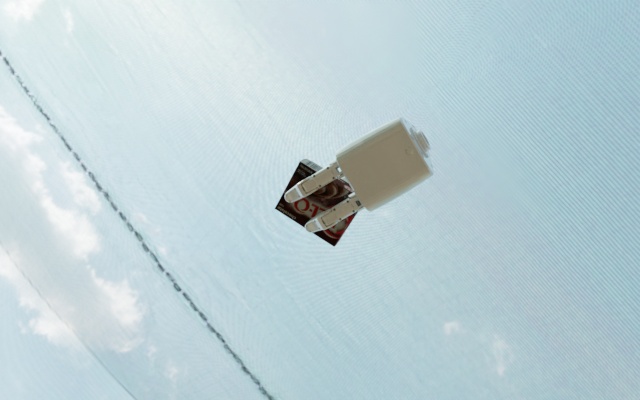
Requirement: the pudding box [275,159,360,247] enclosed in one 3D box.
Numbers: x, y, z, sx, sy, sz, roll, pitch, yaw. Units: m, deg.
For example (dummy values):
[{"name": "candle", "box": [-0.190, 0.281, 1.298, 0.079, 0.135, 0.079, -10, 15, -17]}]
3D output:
[{"name": "pudding box", "box": [0.000, 0.002, 0.726, 0.113, 0.090, 0.039, 33, 23, 7]}]
